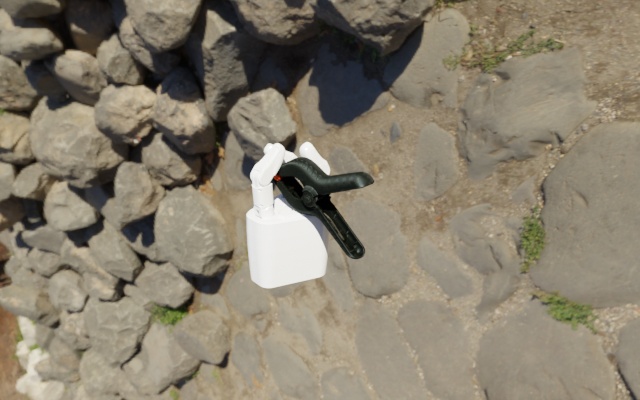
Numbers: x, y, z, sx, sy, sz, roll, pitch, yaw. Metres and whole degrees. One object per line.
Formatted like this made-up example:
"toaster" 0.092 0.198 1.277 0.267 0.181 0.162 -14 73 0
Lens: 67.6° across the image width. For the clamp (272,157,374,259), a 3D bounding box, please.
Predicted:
"clamp" 0.000 0.002 0.616 0.039 0.120 0.171 -19 30 -39
